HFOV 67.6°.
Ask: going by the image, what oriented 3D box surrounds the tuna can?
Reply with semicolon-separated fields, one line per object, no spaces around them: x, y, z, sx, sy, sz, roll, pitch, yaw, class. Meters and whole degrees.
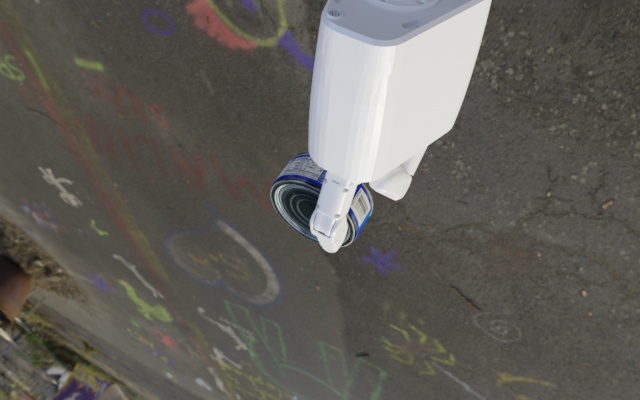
0.000;0.002;0.412;0.086;0.033;0.086;24;-33;17;tuna can
